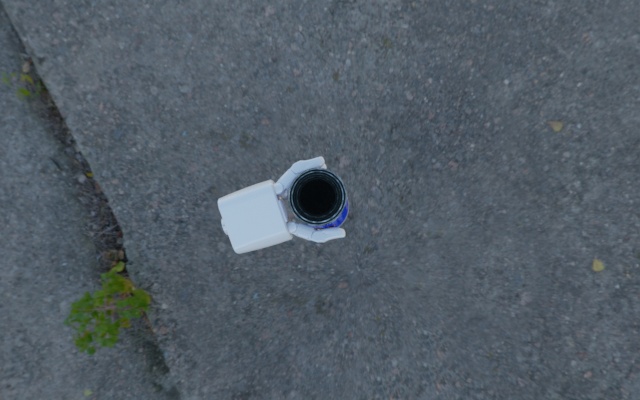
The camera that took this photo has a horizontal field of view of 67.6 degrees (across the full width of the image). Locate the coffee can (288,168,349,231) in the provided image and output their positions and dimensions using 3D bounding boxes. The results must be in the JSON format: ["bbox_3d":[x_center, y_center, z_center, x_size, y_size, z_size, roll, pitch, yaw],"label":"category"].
[{"bbox_3d":[0.000,0.003,0.887,0.103,0.103,0.140,0,-8,5],"label":"coffee can"}]
